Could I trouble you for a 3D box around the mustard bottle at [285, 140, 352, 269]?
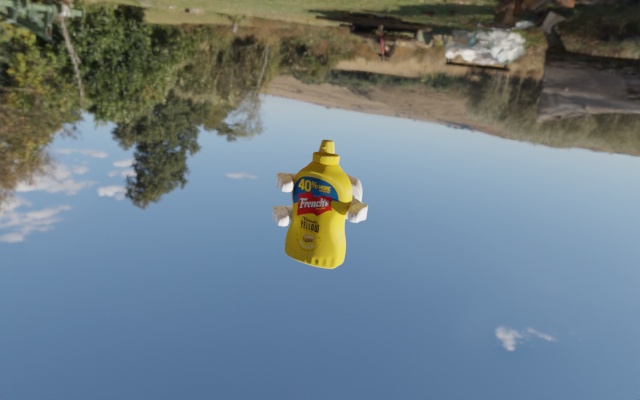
[{"bbox_3d":[0.000,0.003,0.737,0.096,0.192,0.058,15,15,28],"label":"mustard bottle"}]
